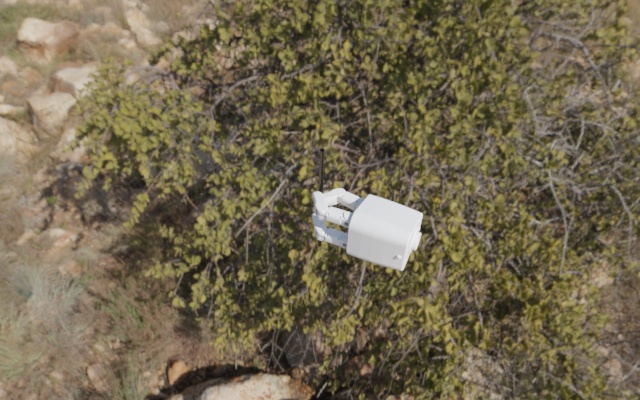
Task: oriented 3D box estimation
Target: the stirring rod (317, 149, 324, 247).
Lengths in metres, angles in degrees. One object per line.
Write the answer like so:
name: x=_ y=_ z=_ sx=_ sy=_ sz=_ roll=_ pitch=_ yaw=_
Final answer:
stirring rod: x=0.000 y=0.003 z=0.885 sx=0.011 sy=0.240 sz=0.011 roll=1 pitch=43 yaw=-1
